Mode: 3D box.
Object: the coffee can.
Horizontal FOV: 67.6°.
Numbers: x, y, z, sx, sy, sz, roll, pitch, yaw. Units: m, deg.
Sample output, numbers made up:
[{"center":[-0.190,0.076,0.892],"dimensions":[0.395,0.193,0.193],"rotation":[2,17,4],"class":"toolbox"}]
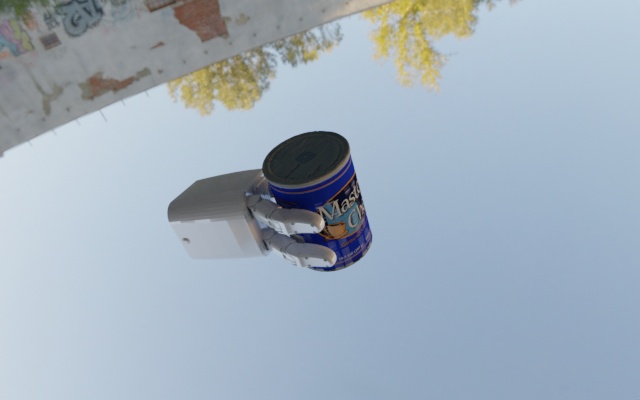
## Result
[{"center":[0.000,0.002,0.579],"dimensions":[0.103,0.140,0.102],"rotation":[-11,38,9],"class":"coffee can"}]
